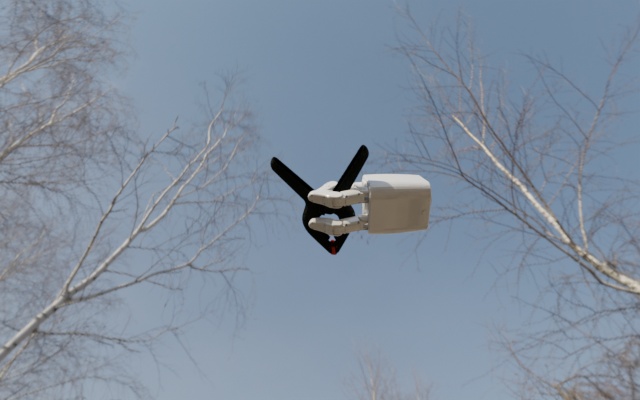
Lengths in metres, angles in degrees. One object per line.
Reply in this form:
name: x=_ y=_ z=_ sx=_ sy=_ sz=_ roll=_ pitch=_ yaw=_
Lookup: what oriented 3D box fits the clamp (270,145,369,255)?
clamp: x=0.000 y=0.003 z=0.838 sx=0.164 sy=0.210 sz=0.036 roll=-1 pitch=29 yaw=1
